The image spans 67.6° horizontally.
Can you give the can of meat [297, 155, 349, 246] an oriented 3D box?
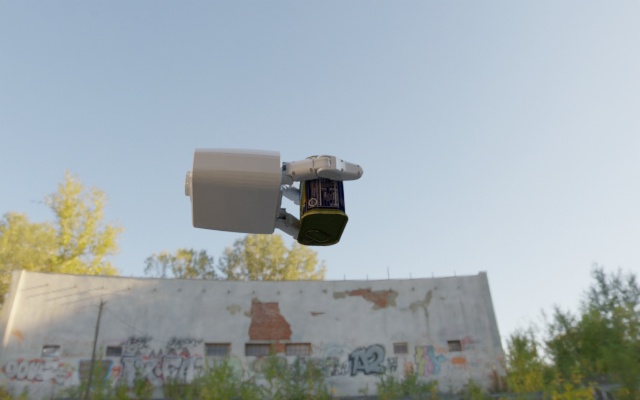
[{"bbox_3d":[0.000,0.002,0.621,0.057,0.084,0.102,2,-28,-7],"label":"can of meat"}]
